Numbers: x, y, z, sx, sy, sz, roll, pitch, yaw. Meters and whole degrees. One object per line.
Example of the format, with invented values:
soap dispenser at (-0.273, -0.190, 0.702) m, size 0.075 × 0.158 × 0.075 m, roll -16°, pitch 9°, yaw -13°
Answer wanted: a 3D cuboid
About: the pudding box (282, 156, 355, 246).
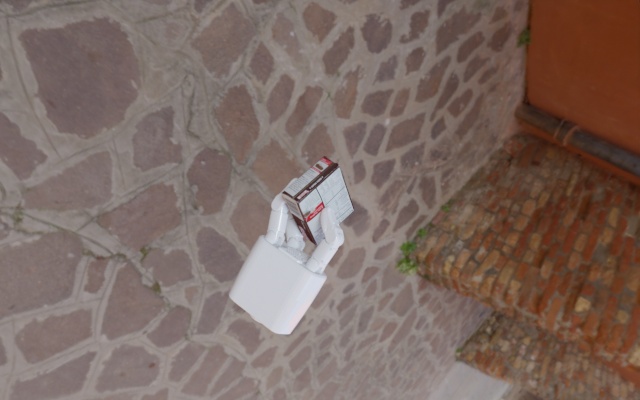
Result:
pudding box at (0.000, 0.003, 0.728) m, size 0.039 × 0.090 × 0.114 m, roll 34°, pitch -22°, yaw 35°
